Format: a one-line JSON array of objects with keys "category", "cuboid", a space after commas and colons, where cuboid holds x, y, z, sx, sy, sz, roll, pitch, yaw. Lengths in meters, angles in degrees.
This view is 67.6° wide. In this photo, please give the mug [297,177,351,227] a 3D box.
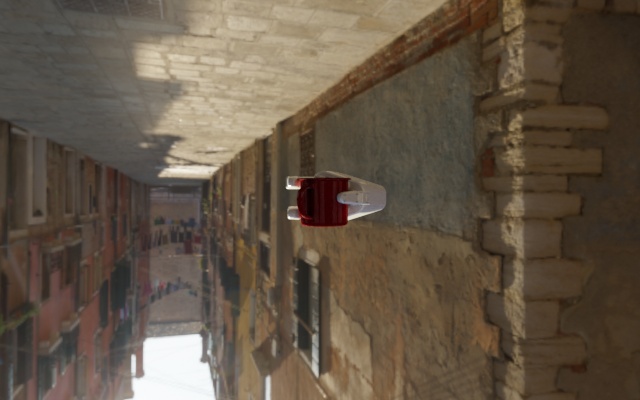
[{"category": "mug", "cuboid": [-0.001, 0.003, 0.810, 0.093, 0.081, 0.117, 0, 1, 33]}]
